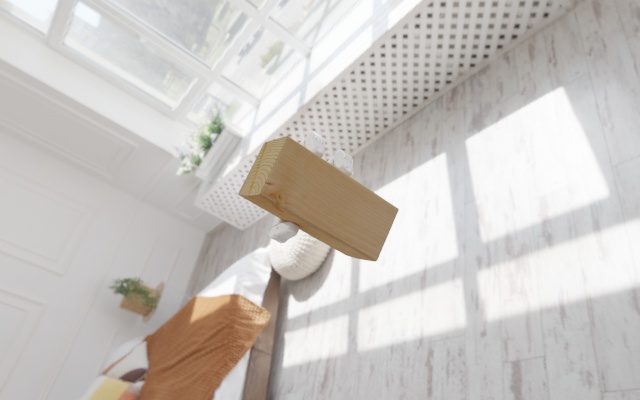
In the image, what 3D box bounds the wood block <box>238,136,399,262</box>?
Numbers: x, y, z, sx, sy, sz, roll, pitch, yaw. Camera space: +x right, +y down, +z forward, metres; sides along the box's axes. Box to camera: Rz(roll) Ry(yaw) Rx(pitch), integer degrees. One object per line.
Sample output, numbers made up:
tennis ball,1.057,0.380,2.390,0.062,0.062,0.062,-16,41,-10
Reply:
wood block,0.000,0.002,0.693,0.206,0.091,0.090,31,-13,-25
